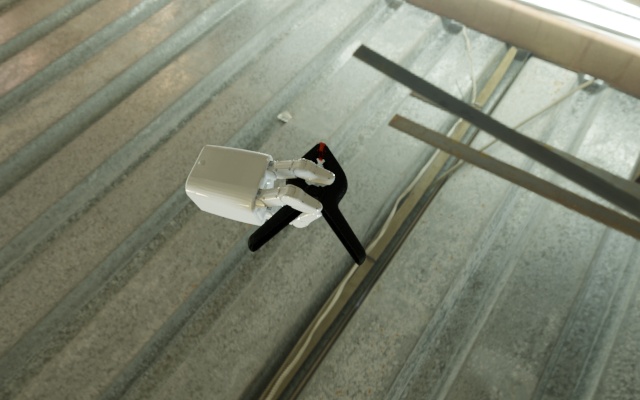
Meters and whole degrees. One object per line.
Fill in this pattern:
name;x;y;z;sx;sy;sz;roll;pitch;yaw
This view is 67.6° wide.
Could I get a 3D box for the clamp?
clamp;0.000;0.002;0.713;0.164;0.209;0.036;13;-35;4
